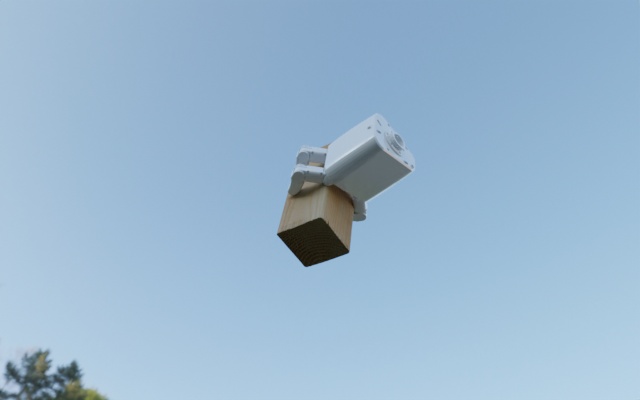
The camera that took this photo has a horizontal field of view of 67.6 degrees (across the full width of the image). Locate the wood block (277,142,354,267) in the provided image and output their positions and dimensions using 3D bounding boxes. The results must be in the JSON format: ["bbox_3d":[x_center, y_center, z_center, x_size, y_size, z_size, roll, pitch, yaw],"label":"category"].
[{"bbox_3d":[0.001,0.003,0.838,0.090,0.091,0.206,-22,34,25],"label":"wood block"}]
